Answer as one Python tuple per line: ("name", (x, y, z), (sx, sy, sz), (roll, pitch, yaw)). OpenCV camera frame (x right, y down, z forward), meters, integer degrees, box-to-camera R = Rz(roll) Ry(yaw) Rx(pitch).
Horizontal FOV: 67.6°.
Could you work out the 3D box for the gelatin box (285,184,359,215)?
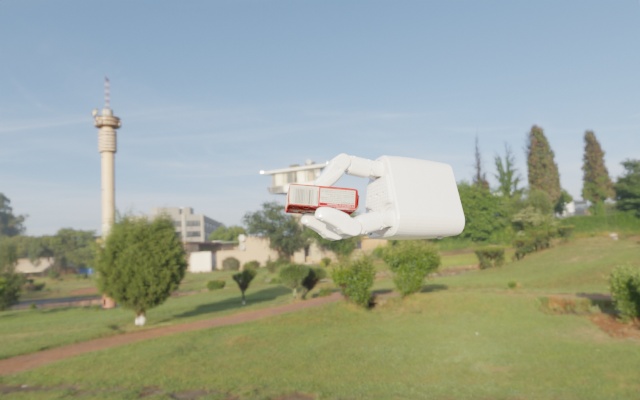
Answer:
("gelatin box", (0.000, 0.002, 0.625), (0.089, 0.030, 0.073), (5, -10, -6))
